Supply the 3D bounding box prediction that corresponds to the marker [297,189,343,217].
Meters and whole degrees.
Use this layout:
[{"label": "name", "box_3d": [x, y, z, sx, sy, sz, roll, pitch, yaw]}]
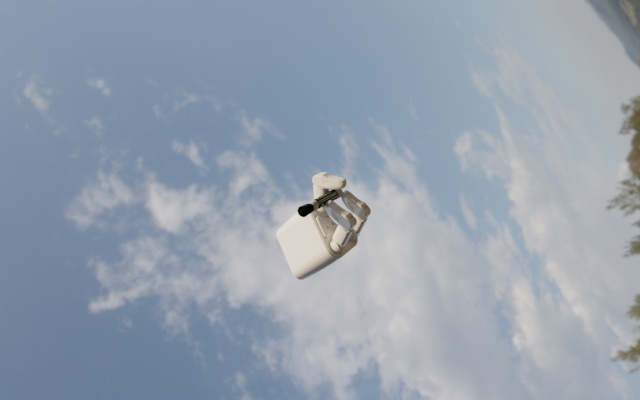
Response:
[{"label": "marker", "box_3d": [0.000, 0.003, 0.795, 0.020, 0.020, 0.121, 0, 17, 33]}]
